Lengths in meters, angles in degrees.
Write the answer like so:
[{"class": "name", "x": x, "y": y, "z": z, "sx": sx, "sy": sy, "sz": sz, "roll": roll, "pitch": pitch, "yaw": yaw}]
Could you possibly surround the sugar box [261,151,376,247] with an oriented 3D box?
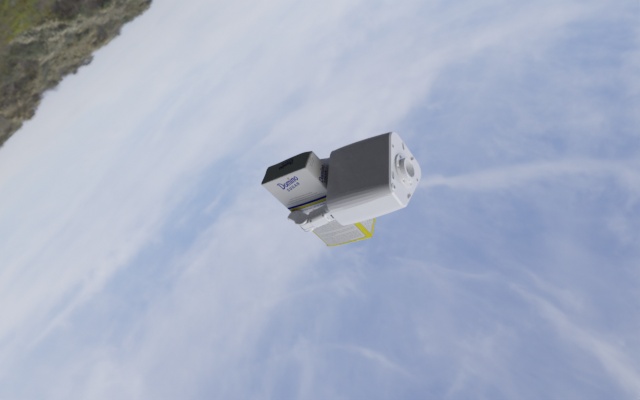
[{"class": "sugar box", "x": 0.000, "y": 0.002, "z": 0.753, "sx": 0.093, "sy": 0.048, "sz": 0.176, "roll": -17, "pitch": -51, "yaw": 35}]
